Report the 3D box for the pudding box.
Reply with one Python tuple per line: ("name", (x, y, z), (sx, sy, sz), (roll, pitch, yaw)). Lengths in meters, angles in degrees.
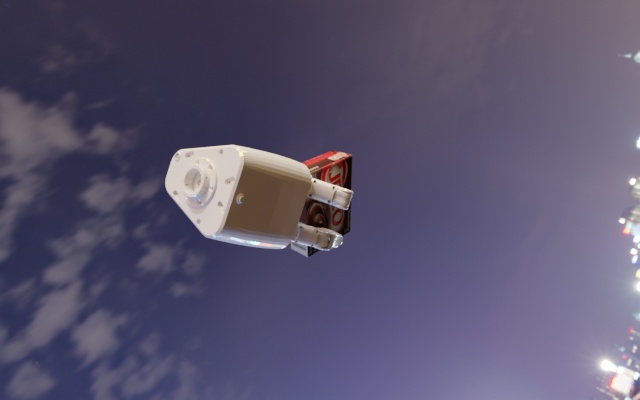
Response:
("pudding box", (0.000, 0.002, 0.602), (0.039, 0.113, 0.090), (21, 32, 35))
